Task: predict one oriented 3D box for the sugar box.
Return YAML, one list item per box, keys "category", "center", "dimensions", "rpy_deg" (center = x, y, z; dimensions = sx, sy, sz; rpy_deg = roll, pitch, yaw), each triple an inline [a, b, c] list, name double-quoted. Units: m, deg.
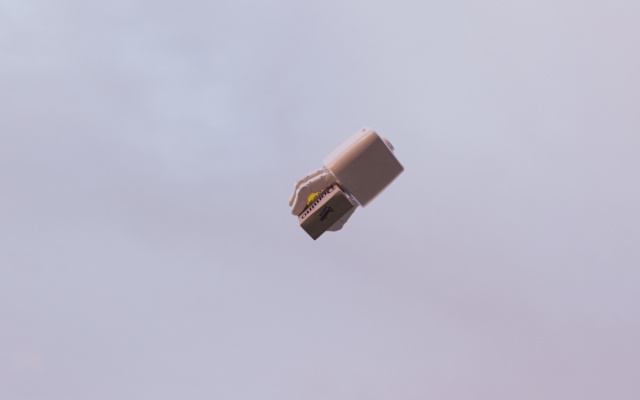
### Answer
- category: "sugar box"
  center: [0.000, 0.002, 0.880]
  dimensions: [0.093, 0.048, 0.176]
  rpy_deg: [-42, 13, 4]
